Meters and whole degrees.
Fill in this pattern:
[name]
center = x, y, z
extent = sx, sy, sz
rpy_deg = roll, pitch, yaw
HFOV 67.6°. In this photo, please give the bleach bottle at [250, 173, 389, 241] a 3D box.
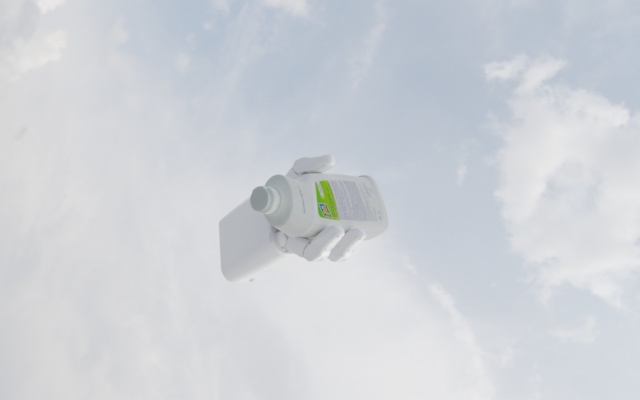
[bleach bottle]
center = 0.000, 0.002, 0.639
extent = 0.068, 0.102, 0.251
rpy_deg = -30, -21, 29
